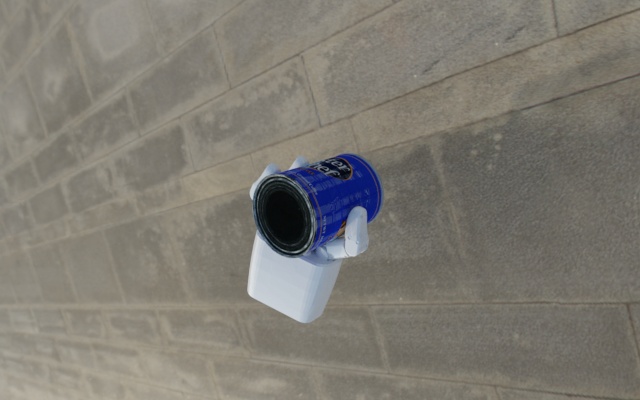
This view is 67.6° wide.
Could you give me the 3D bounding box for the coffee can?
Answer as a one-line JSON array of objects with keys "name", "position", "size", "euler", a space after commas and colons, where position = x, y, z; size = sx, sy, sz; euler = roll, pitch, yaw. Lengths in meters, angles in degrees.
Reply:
[{"name": "coffee can", "position": [0.000, 0.002, 0.604], "size": [0.103, 0.103, 0.140], "euler": [0, 14, 41]}]
